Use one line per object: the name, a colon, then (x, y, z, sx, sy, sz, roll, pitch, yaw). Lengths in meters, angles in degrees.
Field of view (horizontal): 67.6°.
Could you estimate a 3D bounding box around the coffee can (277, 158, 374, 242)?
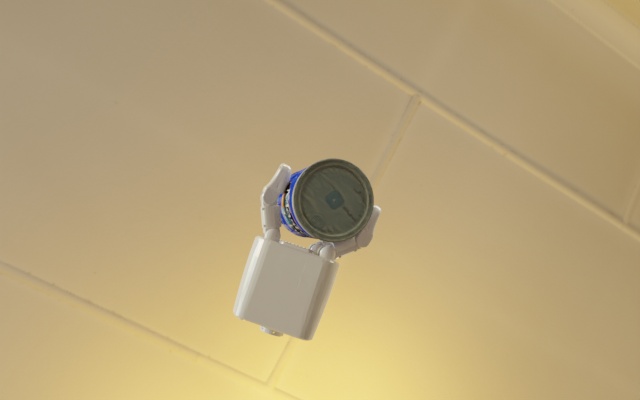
coffee can: (0.000, 0.002, 0.645, 0.103, 0.103, 0.140, 0, -2, -14)
